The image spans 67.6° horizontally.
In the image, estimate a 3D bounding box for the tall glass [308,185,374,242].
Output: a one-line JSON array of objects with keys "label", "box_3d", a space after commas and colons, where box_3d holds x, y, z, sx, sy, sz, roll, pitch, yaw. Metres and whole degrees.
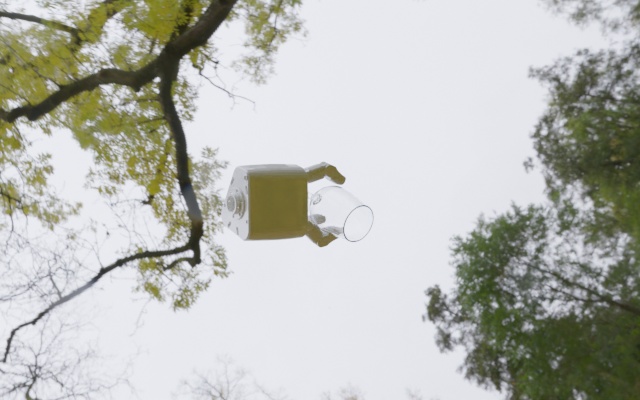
[{"label": "tall glass", "box_3d": [0.000, 0.002, 0.807, 0.079, 0.079, 0.201, 0, 20, -40]}]
